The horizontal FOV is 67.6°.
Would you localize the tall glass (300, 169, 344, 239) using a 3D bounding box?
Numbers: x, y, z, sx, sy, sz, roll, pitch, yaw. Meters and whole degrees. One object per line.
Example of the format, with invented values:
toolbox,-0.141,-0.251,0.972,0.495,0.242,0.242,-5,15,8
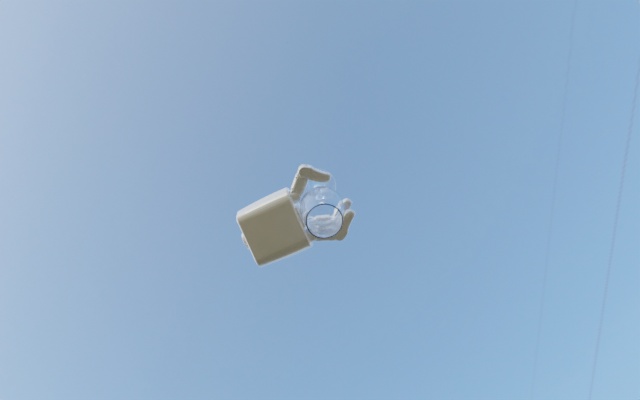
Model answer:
tall glass,0.000,0.003,0.871,0.079,0.079,0.201,0,18,-4
